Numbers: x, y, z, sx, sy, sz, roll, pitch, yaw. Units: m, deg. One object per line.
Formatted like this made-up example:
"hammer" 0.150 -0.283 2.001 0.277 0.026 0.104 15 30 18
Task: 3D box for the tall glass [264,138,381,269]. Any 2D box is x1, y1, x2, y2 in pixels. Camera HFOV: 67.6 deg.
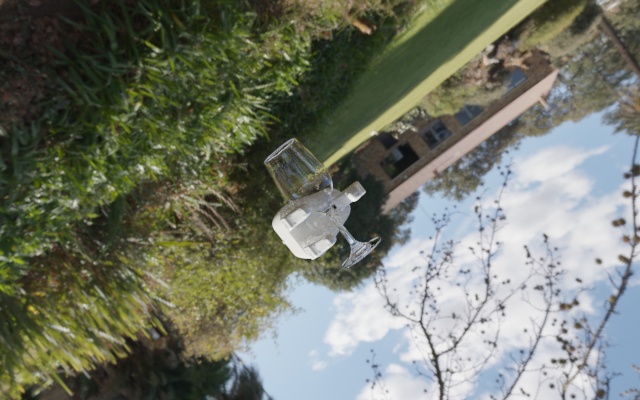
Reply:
"tall glass" 0.001 0.003 0.722 0.079 0.201 0.079 -38 2 2
